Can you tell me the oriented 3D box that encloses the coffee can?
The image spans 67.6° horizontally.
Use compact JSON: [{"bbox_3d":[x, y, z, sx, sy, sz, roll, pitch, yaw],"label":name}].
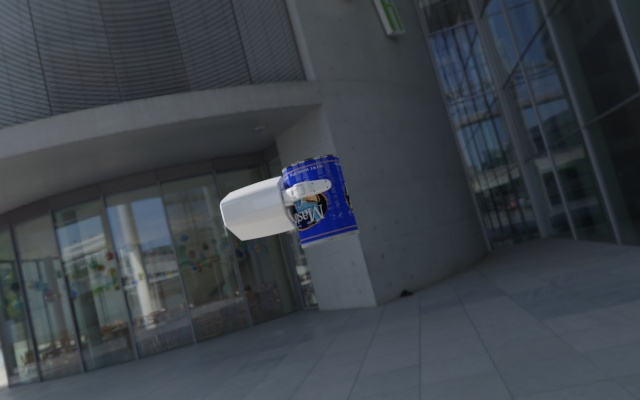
[{"bbox_3d":[0.000,0.003,0.828,0.103,0.140,0.103,-15,-6,-2],"label":"coffee can"}]
